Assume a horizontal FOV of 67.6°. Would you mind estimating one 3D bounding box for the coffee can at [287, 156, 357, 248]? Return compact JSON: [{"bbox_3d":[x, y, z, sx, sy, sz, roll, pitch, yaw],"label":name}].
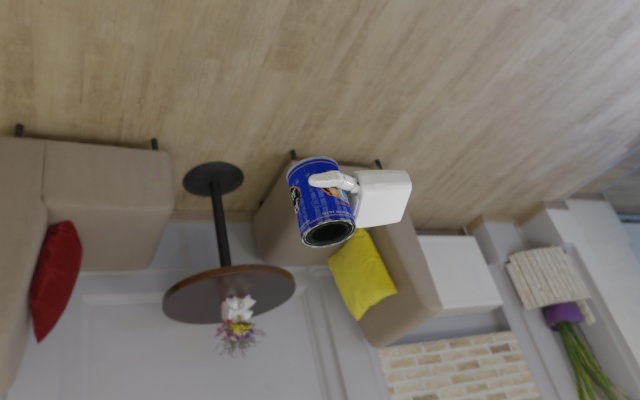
[{"bbox_3d":[0.000,0.003,0.891,0.103,0.140,0.103,-11,-30,-7],"label":"coffee can"}]
